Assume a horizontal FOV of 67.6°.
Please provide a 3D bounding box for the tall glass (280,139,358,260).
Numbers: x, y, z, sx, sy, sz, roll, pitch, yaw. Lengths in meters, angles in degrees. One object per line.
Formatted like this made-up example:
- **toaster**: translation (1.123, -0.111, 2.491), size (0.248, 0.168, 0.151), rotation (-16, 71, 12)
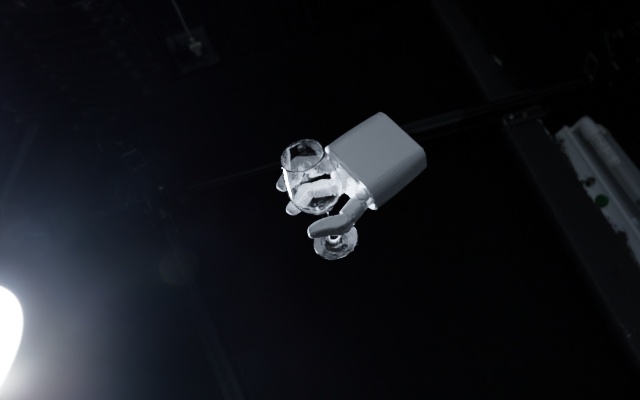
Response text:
- **tall glass**: translation (0.000, 0.003, 0.700), size (0.079, 0.079, 0.201), rotation (0, -38, 19)
